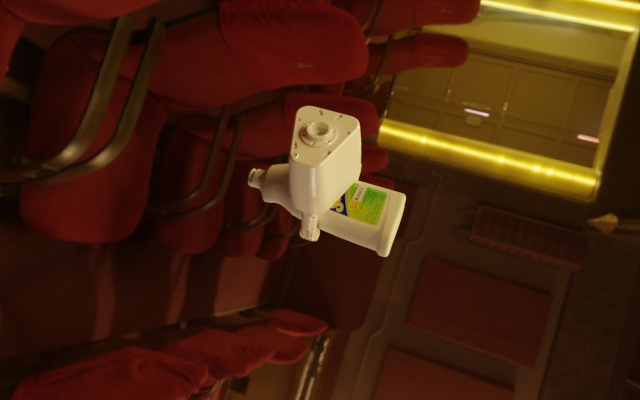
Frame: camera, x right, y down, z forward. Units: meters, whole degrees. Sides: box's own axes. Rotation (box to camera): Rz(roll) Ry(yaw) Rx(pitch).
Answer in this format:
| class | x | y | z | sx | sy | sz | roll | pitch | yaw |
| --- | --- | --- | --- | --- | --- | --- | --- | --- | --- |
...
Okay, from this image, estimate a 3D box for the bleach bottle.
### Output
| class | x | y | z | sx | sy | sz | roll | pitch | yaw |
| --- | --- | --- | --- | --- | --- | --- | --- | --- | --- |
| bleach bottle | 0.000 | 0.002 | 0.755 | 0.251 | 0.102 | 0.068 | 17 | -34 | 13 |
